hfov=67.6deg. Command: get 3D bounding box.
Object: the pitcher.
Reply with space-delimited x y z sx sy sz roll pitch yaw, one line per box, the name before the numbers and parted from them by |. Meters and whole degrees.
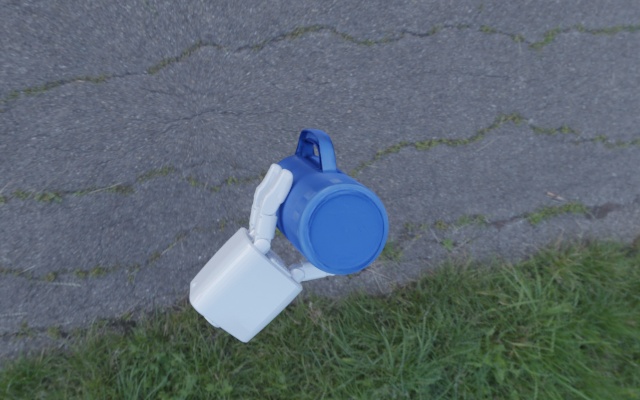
pitcher | 0.000 0.002 0.643 0.149 0.145 0.242 47 -3 -17
